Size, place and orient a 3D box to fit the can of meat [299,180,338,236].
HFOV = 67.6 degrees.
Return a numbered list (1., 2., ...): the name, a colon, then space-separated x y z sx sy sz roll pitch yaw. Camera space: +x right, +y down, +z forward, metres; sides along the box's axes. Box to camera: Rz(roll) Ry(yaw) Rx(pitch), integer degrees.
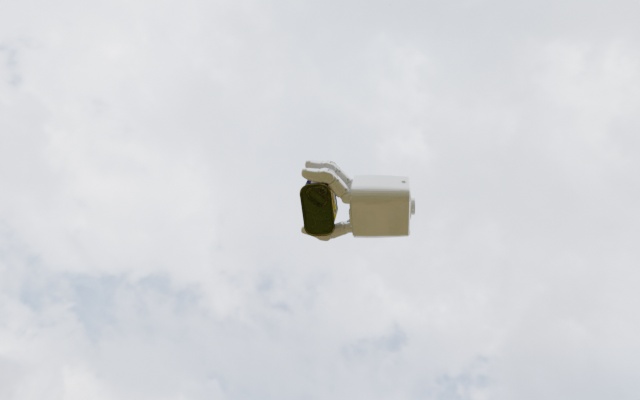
1. can of meat: 0.000 0.003 0.892 0.057 0.102 0.084 -3 22 10
